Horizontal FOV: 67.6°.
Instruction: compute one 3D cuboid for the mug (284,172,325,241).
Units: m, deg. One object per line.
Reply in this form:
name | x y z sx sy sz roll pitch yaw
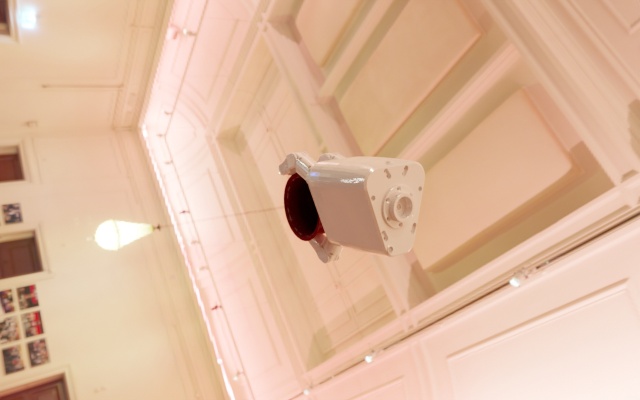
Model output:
mug | -0.001 0.002 0.670 0.081 0.093 0.117 -9 12 -33
